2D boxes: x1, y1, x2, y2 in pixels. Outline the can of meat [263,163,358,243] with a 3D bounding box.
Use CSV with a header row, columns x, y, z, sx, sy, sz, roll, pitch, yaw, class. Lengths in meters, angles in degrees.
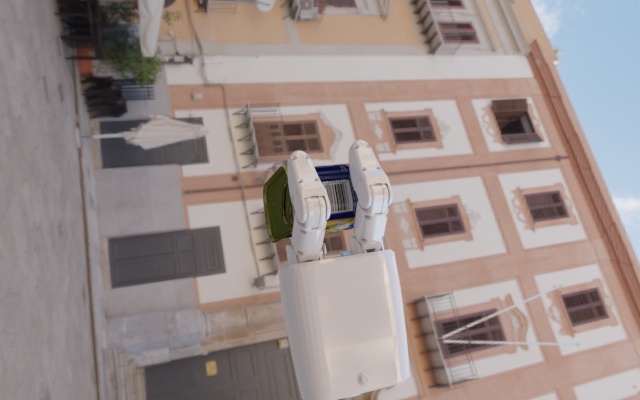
x,y,z,sx,sy,sz,roll,pitch,yaw,class
0.000,0.001,0.433,0.084,0.057,0.102,-6,-9,-19,can of meat
